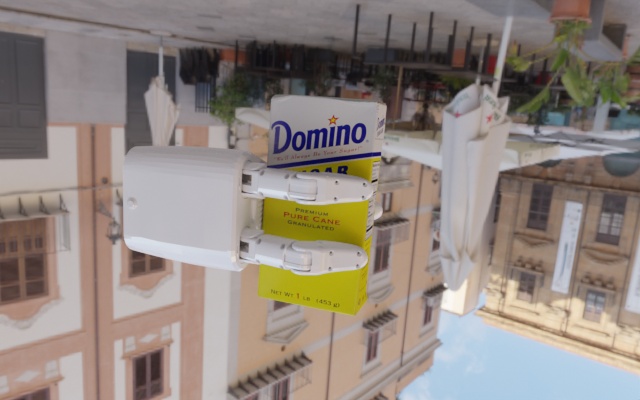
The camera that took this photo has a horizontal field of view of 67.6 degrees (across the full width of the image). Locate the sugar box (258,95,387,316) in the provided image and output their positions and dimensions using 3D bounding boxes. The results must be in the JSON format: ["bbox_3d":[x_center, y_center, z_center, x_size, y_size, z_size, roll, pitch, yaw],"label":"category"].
[{"bbox_3d":[0.000,0.002,0.408,0.093,0.176,0.048,7,11,16],"label":"sugar box"}]
